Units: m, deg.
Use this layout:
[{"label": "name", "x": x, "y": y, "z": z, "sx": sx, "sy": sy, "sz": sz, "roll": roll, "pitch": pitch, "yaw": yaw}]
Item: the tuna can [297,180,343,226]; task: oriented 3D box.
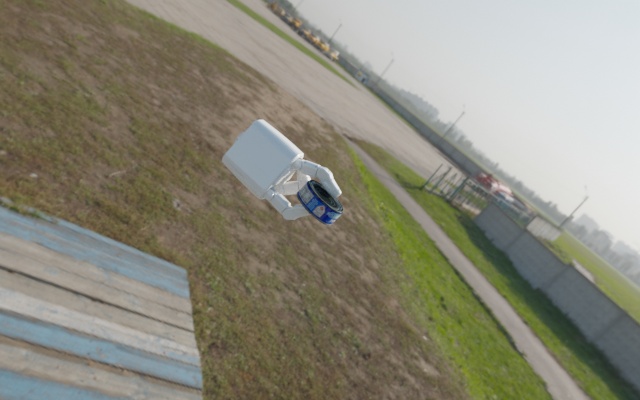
[{"label": "tuna can", "x": 0.001, "y": 0.002, "z": 0.856, "sx": 0.034, "sy": 0.086, "sz": 0.086, "roll": -46, "pitch": -16, "yaw": 16}]
